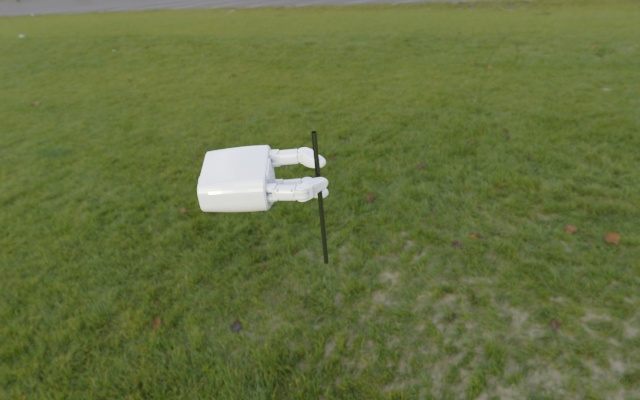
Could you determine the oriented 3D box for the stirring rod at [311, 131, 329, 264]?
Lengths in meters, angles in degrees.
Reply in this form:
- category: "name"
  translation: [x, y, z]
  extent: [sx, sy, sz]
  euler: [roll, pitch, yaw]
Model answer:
- category: "stirring rod"
  translation: [0.000, 0.003, 0.774]
  extent: [0.011, 0.240, 0.011]
  euler: [-4, 28, 2]
